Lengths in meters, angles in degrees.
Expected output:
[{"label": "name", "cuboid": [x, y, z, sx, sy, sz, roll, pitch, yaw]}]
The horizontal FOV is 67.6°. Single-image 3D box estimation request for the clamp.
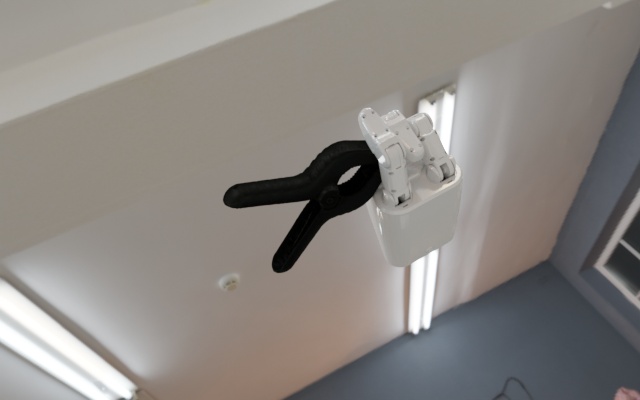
[{"label": "clamp", "cuboid": [0.000, 0.001, 0.473, 0.171, 0.120, 0.039, -25, 47, -10]}]
